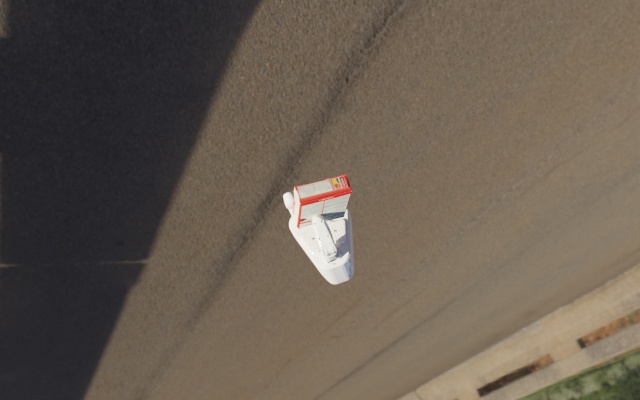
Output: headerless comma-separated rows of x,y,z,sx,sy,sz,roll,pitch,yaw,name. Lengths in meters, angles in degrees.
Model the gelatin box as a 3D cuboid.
0.000,0.002,0.663,0.073,0.030,0.089,-14,-23,-11,gelatin box
